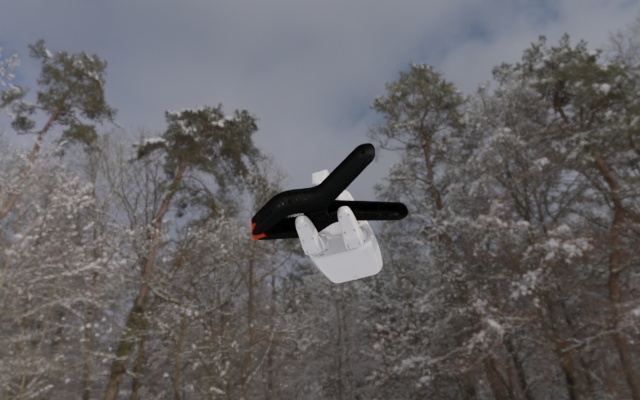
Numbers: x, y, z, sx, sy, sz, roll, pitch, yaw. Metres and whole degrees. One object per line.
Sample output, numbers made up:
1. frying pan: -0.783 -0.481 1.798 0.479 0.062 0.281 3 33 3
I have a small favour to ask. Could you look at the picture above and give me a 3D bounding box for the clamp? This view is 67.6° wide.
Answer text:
1. clamp: 0.000 0.002 0.618 0.210 0.036 0.165 -15 -35 10
